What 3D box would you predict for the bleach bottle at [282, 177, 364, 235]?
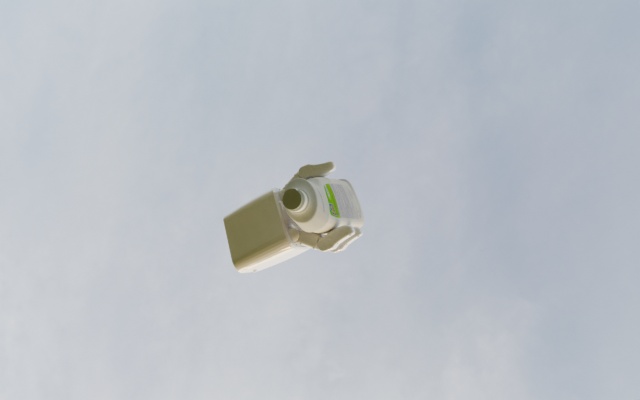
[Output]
[{"bbox_3d":[0.000,0.003,0.743,0.068,0.102,0.251,-25,-13,15],"label":"bleach bottle"}]
